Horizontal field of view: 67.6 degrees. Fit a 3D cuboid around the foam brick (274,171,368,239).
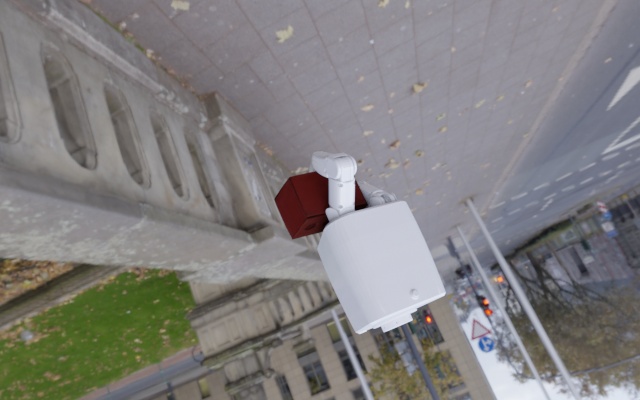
[{"bbox_3d":[0.000,0.002,0.516,0.078,0.051,0.053,-13,-21,-28],"label":"foam brick"}]
